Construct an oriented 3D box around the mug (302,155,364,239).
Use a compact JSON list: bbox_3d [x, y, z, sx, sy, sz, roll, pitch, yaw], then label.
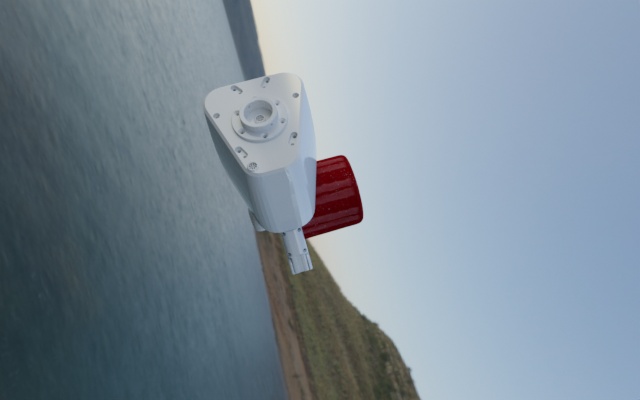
[{"bbox_3d":[0.000,0.002,0.552,0.081,0.093,0.117,-16,-26,-4],"label":"mug"}]
